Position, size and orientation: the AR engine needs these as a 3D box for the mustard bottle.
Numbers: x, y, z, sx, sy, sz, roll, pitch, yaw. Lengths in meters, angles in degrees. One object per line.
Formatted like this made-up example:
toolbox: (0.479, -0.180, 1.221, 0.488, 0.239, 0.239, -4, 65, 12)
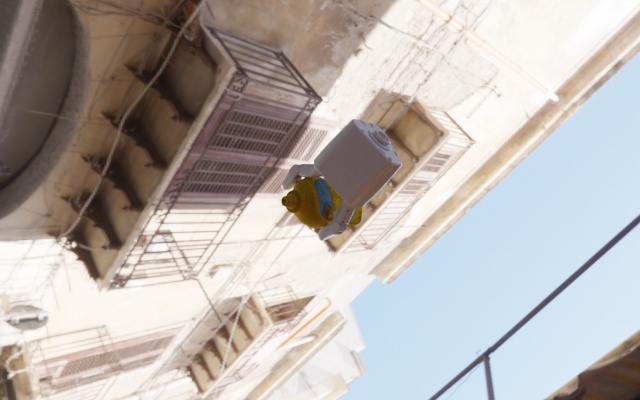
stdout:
mustard bottle: (0.000, 0.003, 0.879, 0.058, 0.096, 0.191, -20, -13, 37)
